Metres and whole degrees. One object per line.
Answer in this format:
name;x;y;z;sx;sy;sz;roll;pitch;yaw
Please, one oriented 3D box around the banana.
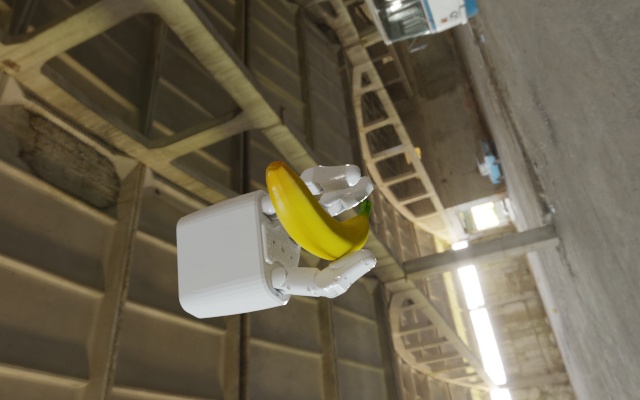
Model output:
banana;0.004;0.020;0.440;0.037;0.069;0.198;-13;-15;23
